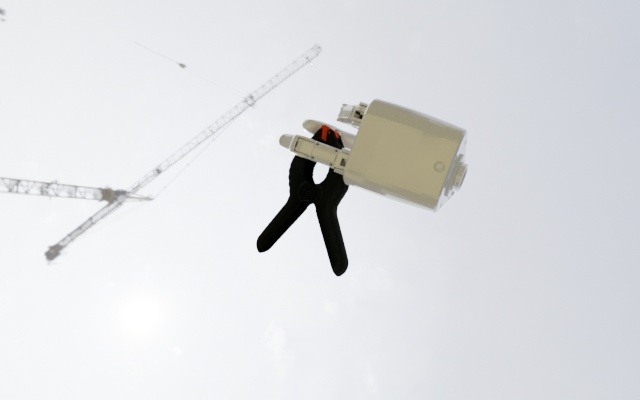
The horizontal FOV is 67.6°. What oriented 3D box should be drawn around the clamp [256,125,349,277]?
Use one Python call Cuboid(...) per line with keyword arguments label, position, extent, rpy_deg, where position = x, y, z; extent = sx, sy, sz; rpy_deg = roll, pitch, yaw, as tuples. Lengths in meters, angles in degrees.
Cuboid(label="clamp", position=(0.000, 0.002, 0.557), extent=(0.120, 0.171, 0.039), rpy_deg=(22, 5, 20))
